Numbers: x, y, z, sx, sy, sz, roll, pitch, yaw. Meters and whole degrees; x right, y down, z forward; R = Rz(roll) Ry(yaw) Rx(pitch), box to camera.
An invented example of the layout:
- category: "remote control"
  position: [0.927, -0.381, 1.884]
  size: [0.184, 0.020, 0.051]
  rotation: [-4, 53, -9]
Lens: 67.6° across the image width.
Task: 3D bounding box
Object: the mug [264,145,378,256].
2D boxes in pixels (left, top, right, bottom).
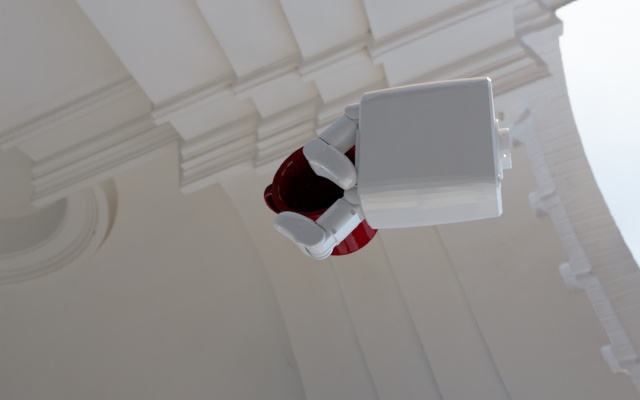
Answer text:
- category: "mug"
  position: [-0.001, 0.002, 0.470]
  size: [0.117, 0.093, 0.082]
  rotation: [-4, -38, 23]
